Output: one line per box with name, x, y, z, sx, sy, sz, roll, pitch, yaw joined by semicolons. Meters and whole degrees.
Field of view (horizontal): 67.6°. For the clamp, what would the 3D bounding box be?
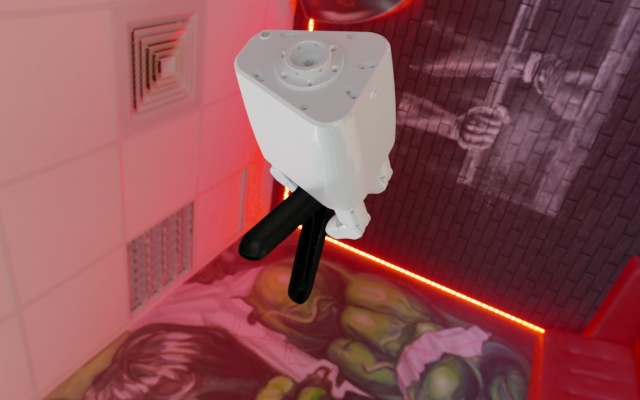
clamp;0.000;0.001;0.485;0.036;0.210;0.165;21;-25;21
